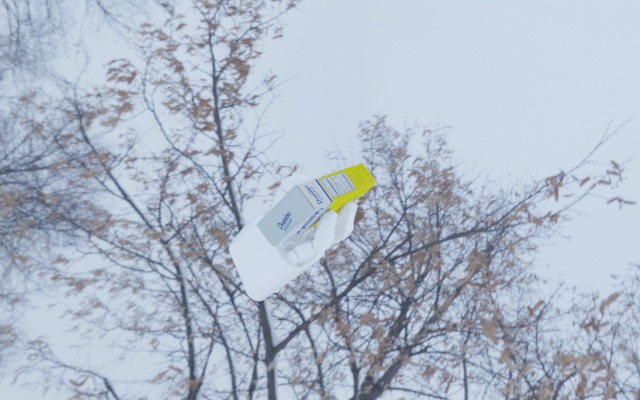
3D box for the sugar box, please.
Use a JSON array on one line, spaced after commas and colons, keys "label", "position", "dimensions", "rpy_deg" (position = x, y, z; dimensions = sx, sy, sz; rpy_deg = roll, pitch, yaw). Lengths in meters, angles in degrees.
[{"label": "sugar box", "position": [0.000, 0.003, 0.665], "dimensions": [0.093, 0.048, 0.176], "rpy_deg": [-43, -9, 34]}]
